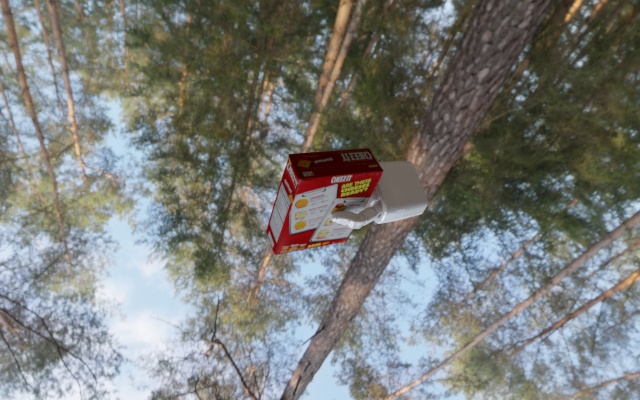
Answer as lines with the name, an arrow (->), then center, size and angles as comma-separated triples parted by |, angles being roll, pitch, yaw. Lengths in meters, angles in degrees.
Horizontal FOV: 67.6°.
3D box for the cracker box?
cracker box -> 0.000, 0.003, 0.891 | 0.164, 0.072, 0.214 | -8, -38, -26
